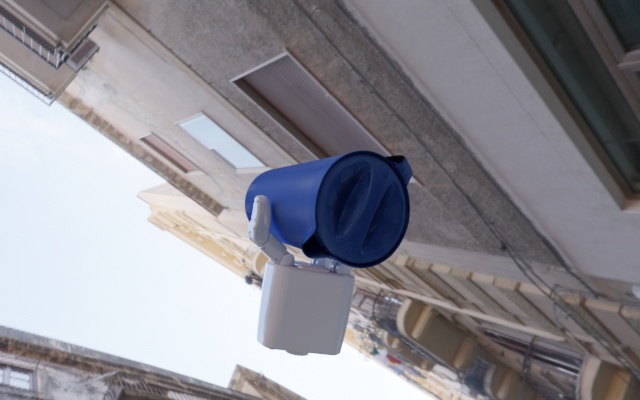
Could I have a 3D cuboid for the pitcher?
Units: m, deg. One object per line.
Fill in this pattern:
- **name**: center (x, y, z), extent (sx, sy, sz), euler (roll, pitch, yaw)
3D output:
- **pitcher**: center (0.000, 0.002, 0.639), extent (0.149, 0.145, 0.243), euler (10, -4, -31)
